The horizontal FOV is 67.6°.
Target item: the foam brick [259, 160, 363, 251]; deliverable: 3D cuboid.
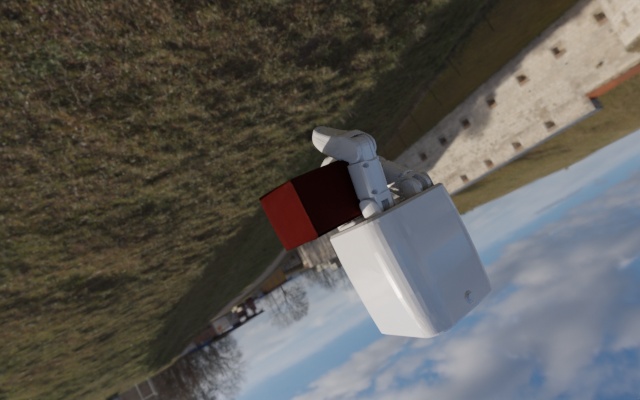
[{"bbox_3d":[0.000,0.001,0.405,0.078,0.051,0.053,-25,-1,-38],"label":"foam brick"}]
